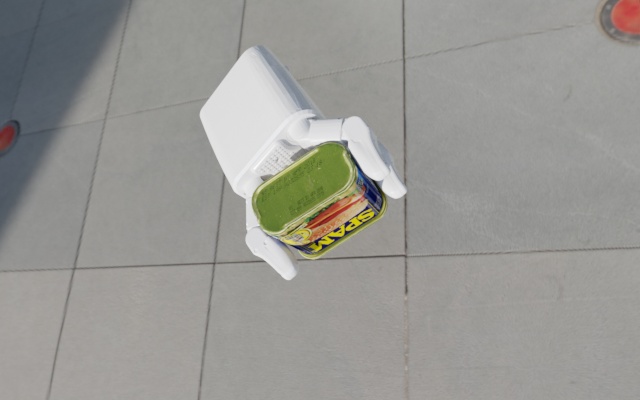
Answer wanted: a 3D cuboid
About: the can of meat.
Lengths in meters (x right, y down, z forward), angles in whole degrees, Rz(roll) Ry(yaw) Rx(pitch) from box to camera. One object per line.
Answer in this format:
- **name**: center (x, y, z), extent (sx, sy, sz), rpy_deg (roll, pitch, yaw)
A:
- **can of meat**: center (0.000, 0.001, 0.431), extent (0.102, 0.057, 0.084), rpy_deg (-33, -28, 10)
